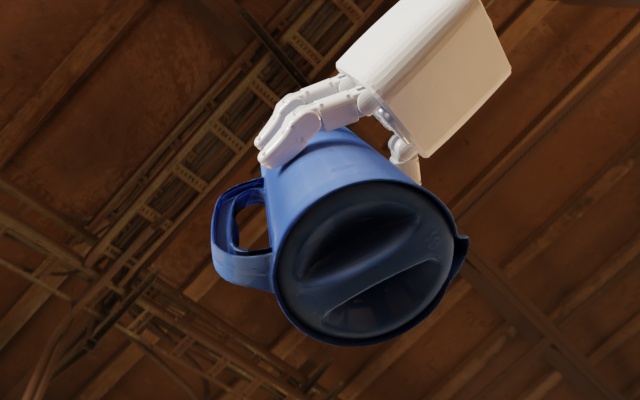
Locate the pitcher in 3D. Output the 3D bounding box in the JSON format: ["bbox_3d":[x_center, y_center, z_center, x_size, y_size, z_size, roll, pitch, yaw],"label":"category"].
[{"bbox_3d":[0.000,0.001,0.424,0.149,0.145,0.242,40,10,-25],"label":"pitcher"}]
